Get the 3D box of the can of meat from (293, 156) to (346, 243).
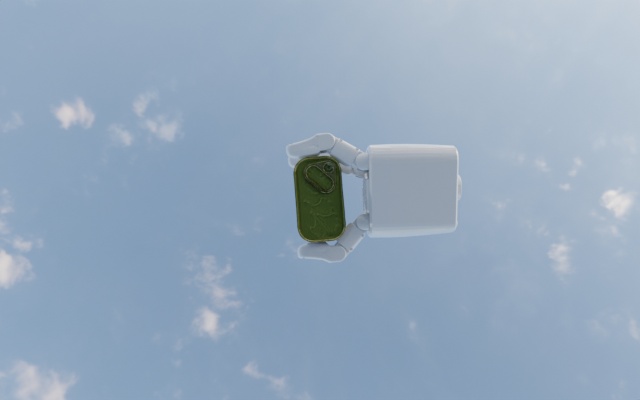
[{"bbox_3d":[0.000,0.002,0.601,0.057,0.102,0.084,-5,-6,1],"label":"can of meat"}]
